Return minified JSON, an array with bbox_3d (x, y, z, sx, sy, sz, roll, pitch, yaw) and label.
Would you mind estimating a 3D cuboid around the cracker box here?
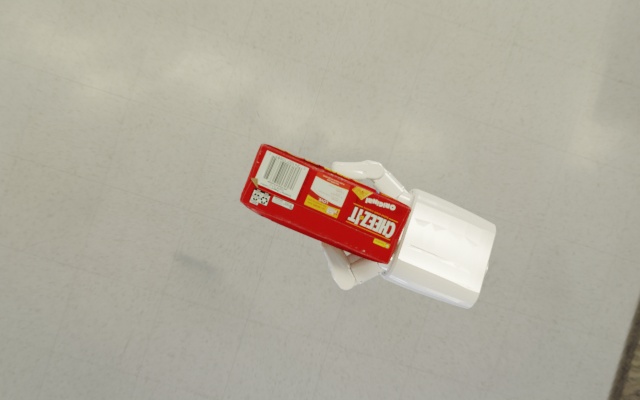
[{"bbox_3d":[0.000,0.002,0.570,0.164,0.072,0.213,23,0,-3],"label":"cracker box"}]
